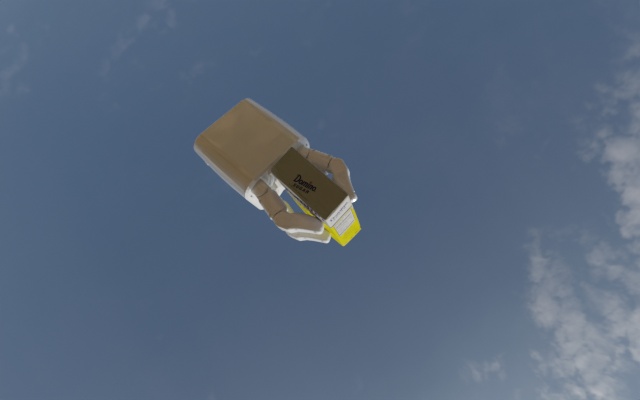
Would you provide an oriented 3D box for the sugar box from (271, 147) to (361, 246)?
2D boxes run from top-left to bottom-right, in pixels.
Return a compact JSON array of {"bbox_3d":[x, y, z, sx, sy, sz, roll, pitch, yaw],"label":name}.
[{"bbox_3d":[0.000,0.002,0.616,0.093,0.048,0.176,41,-2,18],"label":"sugar box"}]
